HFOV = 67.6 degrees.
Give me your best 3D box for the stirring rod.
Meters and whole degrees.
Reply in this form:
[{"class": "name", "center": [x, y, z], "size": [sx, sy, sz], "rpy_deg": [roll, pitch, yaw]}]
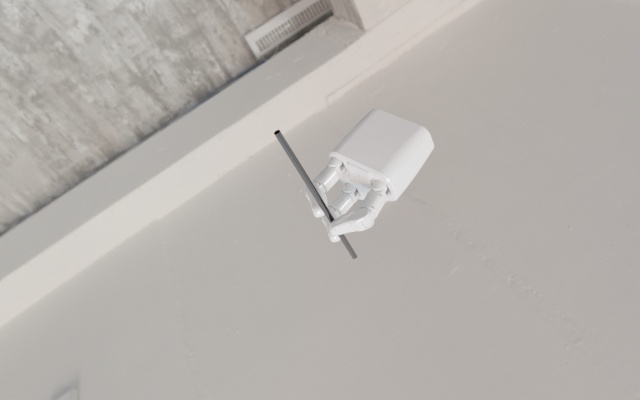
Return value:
[{"class": "stirring rod", "center": [0.000, 0.002, 0.619], "size": [0.011, 0.011, 0.240], "rpy_deg": [0, -42, 33]}]
